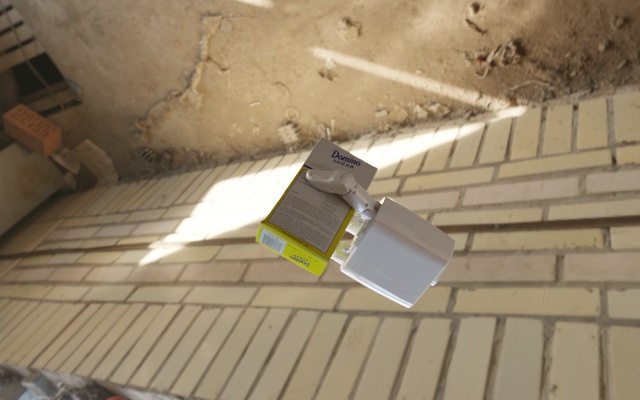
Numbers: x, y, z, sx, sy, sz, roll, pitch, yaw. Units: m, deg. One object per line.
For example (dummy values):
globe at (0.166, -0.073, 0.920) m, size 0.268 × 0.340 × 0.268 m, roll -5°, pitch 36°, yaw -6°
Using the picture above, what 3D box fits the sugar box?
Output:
sugar box at (0.000, 0.002, 0.617) m, size 0.093 × 0.176 × 0.048 m, roll 30°, pitch -42°, yaw 4°
